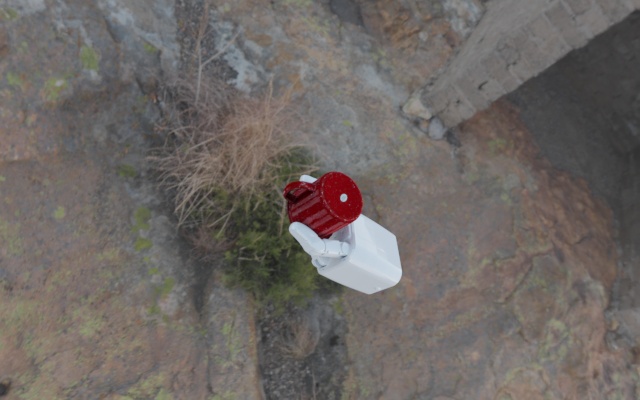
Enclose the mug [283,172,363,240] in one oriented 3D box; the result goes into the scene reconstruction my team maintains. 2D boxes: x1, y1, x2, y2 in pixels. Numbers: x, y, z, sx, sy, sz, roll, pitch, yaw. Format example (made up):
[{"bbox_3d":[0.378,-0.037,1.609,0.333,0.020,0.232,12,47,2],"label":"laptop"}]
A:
[{"bbox_3d":[-0.001,0.002,0.715,0.117,0.093,0.081,29,-37,-25],"label":"mug"}]
